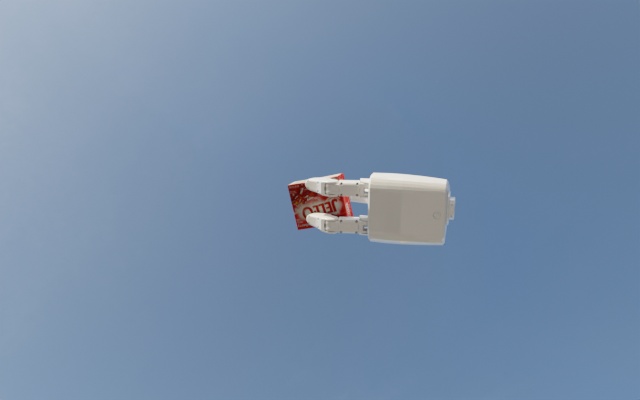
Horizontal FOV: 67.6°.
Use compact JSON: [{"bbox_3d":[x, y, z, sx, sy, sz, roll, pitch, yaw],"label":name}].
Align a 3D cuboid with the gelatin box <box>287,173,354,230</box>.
[{"bbox_3d":[0.000,0.002,0.733,0.089,0.073,0.030,-9,10,24],"label":"gelatin box"}]
